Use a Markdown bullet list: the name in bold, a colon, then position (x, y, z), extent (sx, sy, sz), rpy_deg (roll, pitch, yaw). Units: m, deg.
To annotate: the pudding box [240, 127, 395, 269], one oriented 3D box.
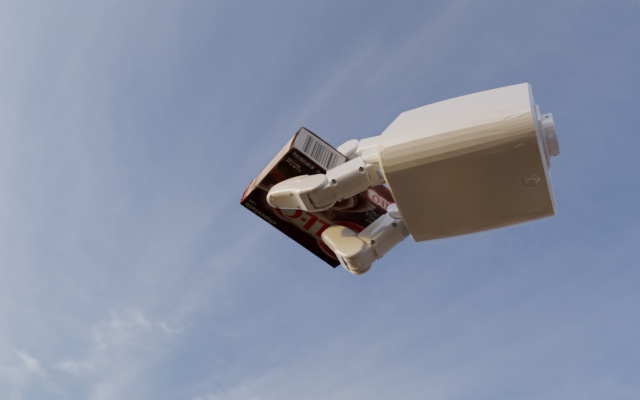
- **pudding box**: position (0.000, 0.001, 0.421), extent (0.113, 0.039, 0.090), rpy_deg (37, -49, -13)
